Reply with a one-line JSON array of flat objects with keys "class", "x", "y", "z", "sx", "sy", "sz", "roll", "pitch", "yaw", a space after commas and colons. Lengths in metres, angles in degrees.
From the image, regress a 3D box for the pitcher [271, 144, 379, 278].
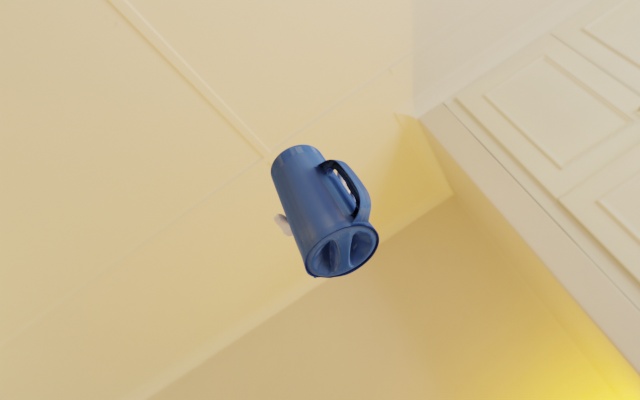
[{"class": "pitcher", "x": 0.000, "y": 0.003, "z": 0.849, "sx": 0.149, "sy": 0.242, "sz": 0.145, "roll": -29, "pitch": -39, "yaw": 0}]
